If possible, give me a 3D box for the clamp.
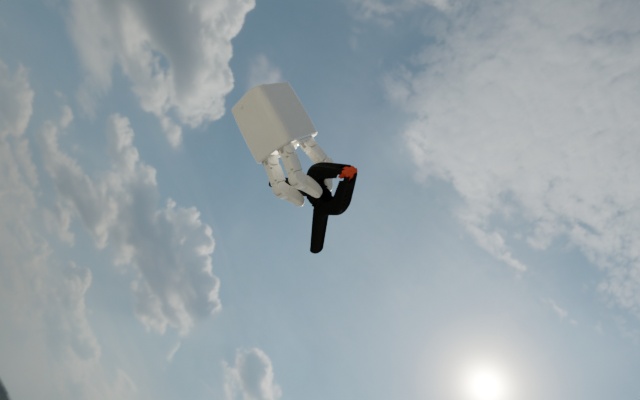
[{"bbox_3d":[0.001,0.002,0.827,0.036,0.164,0.210,-30,2,-39],"label":"clamp"}]
